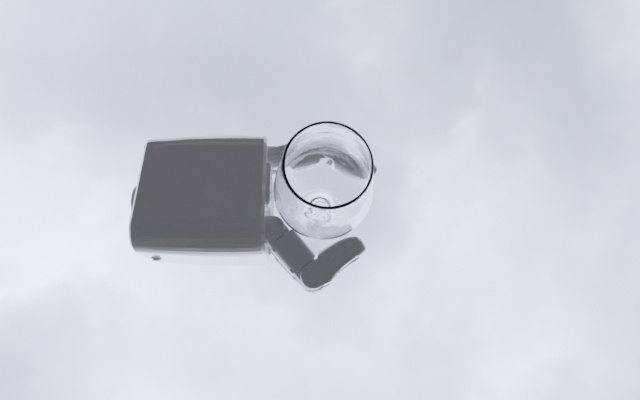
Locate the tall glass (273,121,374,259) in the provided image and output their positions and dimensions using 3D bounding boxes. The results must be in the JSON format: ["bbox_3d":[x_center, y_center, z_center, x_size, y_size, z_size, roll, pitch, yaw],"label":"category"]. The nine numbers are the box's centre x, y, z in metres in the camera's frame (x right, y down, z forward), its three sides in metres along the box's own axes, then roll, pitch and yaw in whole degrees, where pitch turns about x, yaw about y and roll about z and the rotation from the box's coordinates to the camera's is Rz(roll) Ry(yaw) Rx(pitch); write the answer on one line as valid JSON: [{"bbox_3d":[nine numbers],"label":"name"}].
[{"bbox_3d":[0.000,0.001,0.411,0.079,0.079,0.201,0,-15,-3],"label":"tall glass"}]
